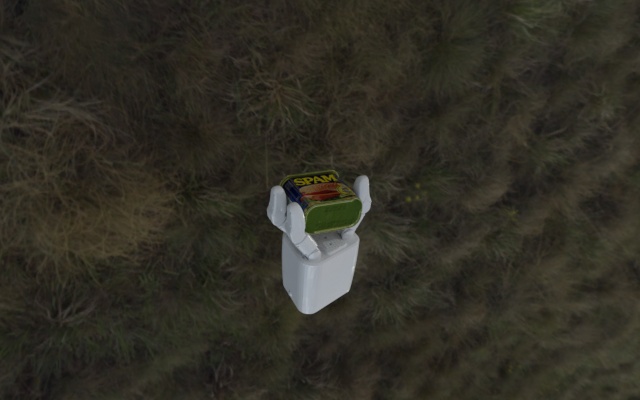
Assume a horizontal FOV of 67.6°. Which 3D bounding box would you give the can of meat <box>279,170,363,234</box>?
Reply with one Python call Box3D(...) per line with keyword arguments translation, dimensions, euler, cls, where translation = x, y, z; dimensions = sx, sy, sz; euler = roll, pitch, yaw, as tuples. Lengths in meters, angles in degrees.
Box3D(translation=(0.000, 0.002, 0.703), dimensions=(0.102, 0.057, 0.084), euler=(-9, 35, -27), cls="can of meat")
